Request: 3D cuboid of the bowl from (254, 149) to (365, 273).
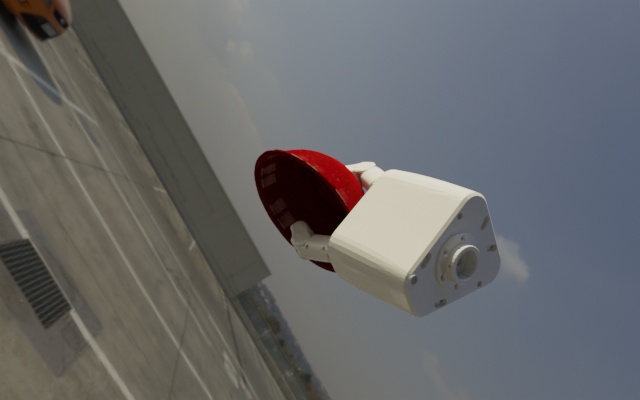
[{"bbox_3d":[-0.001,0.001,0.533,0.055,0.162,0.162,-40,23,-30],"label":"bowl"}]
